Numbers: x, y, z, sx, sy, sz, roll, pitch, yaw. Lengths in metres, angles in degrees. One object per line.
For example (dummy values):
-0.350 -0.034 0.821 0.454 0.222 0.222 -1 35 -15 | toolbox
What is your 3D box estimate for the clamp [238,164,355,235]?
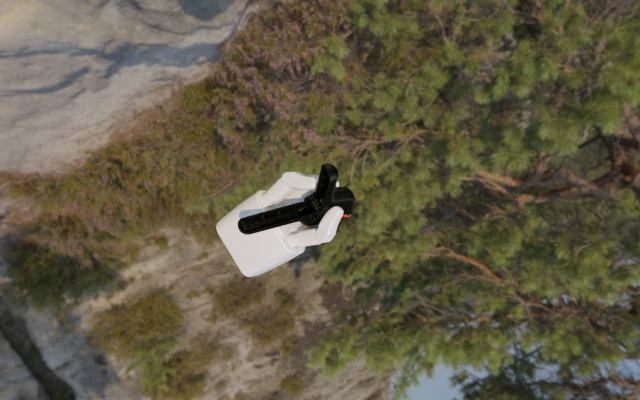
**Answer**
0.001 0.003 0.706 0.164 0.036 0.210 -33 -19 28 | clamp
